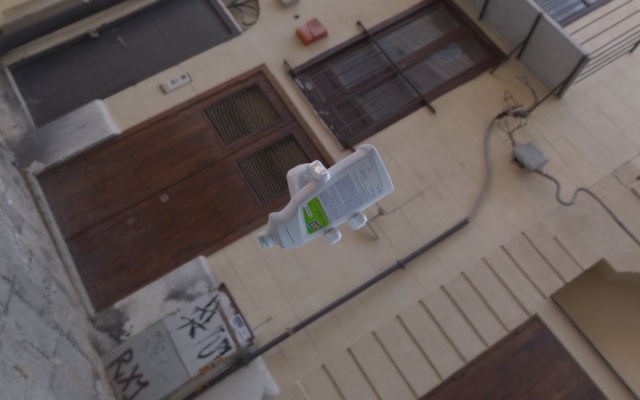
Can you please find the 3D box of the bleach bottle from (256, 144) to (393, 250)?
[{"bbox_3d":[0.000,0.003,0.836,0.251,0.102,0.068,-30,13,-12],"label":"bleach bottle"}]
